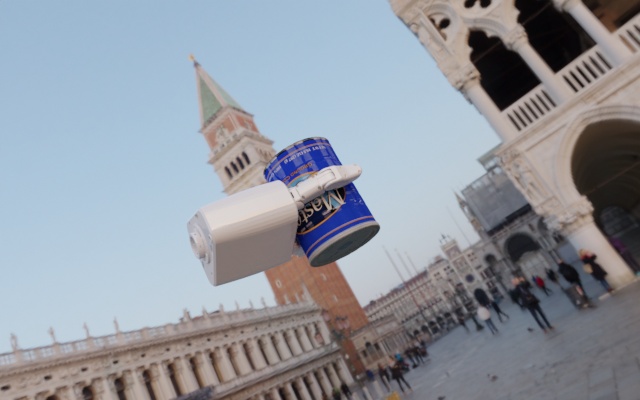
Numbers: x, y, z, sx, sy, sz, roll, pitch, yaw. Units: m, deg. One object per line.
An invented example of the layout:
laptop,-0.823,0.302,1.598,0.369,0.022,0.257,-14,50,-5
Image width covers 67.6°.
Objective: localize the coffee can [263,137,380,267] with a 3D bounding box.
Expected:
coffee can,0.000,0.002,0.632,0.103,0.140,0.103,-26,-19,-10
